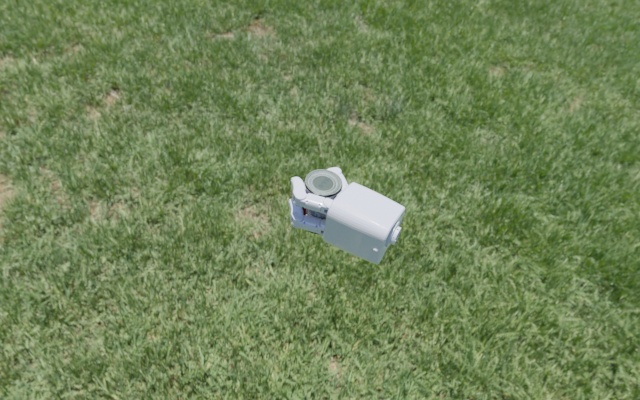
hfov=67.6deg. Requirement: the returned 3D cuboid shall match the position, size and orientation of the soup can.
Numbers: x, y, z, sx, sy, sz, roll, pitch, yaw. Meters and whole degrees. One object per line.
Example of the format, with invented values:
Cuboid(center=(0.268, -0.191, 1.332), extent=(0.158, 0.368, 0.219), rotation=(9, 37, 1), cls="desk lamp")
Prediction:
Cuboid(center=(0.000, 0.002, 0.857), extent=(0.068, 0.068, 0.102), rotation=(0, -43, -8), cls="soup can")
